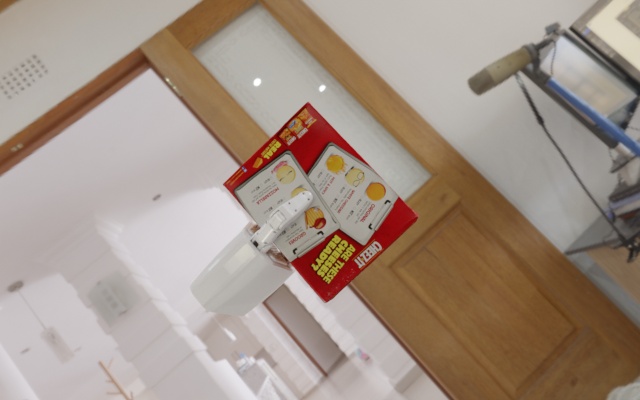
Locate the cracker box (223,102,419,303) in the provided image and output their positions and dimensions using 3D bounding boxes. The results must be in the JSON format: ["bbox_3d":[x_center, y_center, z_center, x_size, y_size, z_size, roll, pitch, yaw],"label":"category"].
[{"bbox_3d":[0.000,0.002,0.648,0.164,0.213,0.072,-43,-11,5],"label":"cracker box"}]
